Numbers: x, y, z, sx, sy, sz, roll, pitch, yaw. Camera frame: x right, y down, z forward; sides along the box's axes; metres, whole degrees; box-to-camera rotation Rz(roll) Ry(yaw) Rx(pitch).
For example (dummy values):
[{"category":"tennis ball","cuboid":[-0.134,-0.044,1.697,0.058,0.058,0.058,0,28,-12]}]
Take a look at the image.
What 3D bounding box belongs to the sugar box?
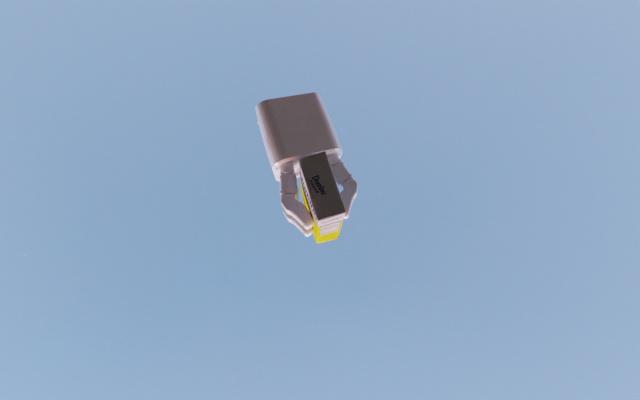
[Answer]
[{"category":"sugar box","cuboid":[0.000,0.002,0.713,0.048,0.093,0.176,-17,-15,-3]}]
